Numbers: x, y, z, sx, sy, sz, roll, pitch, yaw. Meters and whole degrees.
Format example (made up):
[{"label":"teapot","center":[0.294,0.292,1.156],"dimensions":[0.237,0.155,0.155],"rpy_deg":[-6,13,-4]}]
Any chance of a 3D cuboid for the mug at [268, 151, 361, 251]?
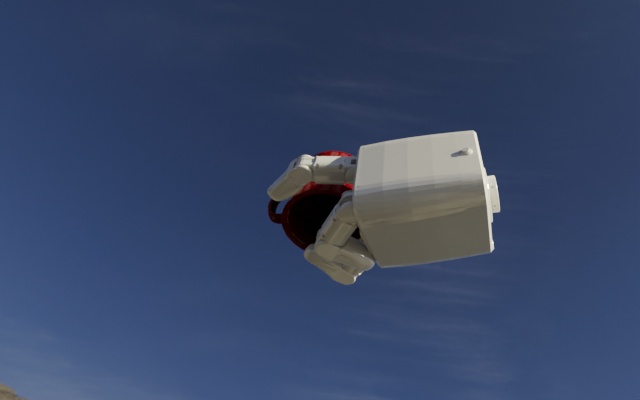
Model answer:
[{"label":"mug","center":[-0.001,0.002,0.519],"dimensions":[0.117,0.093,0.081],"rpy_deg":[-7,38,16]}]
